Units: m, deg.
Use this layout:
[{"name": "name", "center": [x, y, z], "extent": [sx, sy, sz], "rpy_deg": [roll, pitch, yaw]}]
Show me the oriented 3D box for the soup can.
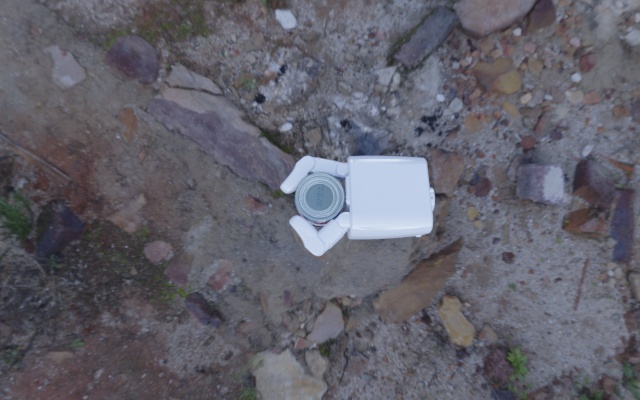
[{"name": "soup can", "center": [0.000, 0.002, 0.666], "extent": [0.068, 0.068, 0.102], "rpy_deg": [0, -7, 1]}]
